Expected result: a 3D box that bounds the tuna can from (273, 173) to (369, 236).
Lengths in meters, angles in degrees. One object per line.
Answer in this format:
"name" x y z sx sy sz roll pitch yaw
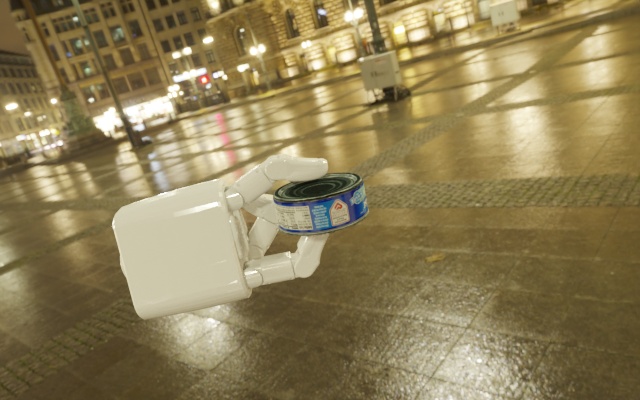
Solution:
"tuna can" 0.000 0.001 0.441 0.086 0.034 0.086 -10 16 3
